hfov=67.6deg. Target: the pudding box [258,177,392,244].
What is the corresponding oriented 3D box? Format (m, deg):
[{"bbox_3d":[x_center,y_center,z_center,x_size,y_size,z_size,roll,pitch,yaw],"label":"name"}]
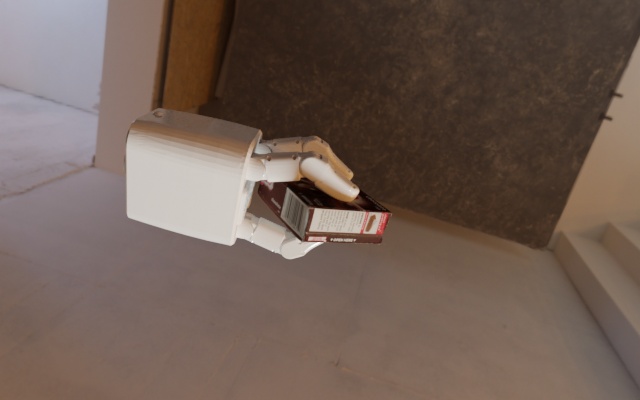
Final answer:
[{"bbox_3d":[0.000,0.002,0.467,0.090,0.039,0.113,3,24,-31],"label":"pudding box"}]
